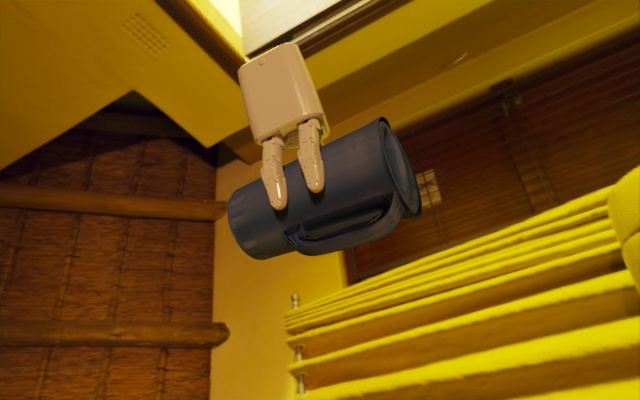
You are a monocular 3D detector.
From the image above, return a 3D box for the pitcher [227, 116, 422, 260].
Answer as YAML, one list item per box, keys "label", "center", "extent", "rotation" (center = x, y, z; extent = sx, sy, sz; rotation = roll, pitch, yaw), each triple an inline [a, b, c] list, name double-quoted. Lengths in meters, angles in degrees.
- label: "pitcher"
  center: [0.000, 0.002, 0.624]
  extent: [0.243, 0.145, 0.149]
  rotation: [-21, -9, 22]
